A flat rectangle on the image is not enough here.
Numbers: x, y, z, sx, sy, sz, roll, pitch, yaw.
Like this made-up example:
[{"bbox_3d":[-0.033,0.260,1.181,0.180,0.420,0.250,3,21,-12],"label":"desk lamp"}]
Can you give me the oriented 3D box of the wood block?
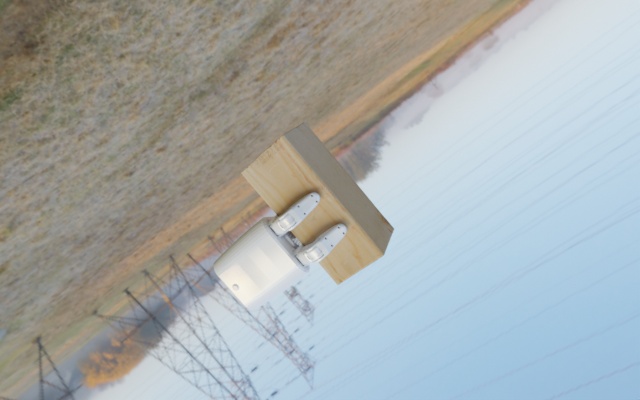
[{"bbox_3d":[0.000,0.002,0.679,0.090,0.206,0.090,-38,6,26],"label":"wood block"}]
